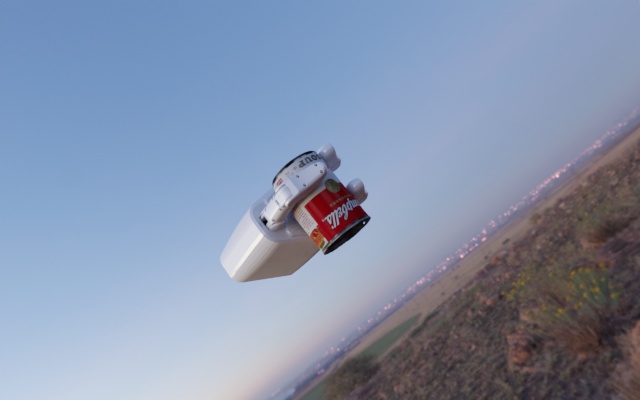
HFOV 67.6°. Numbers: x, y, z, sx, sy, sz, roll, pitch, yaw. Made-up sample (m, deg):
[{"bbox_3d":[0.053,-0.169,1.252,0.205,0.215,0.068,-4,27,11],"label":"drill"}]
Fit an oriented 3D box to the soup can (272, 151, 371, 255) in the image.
[{"bbox_3d":[0.000,0.001,0.549,0.068,0.102,0.068,-36,-14,-10],"label":"soup can"}]
